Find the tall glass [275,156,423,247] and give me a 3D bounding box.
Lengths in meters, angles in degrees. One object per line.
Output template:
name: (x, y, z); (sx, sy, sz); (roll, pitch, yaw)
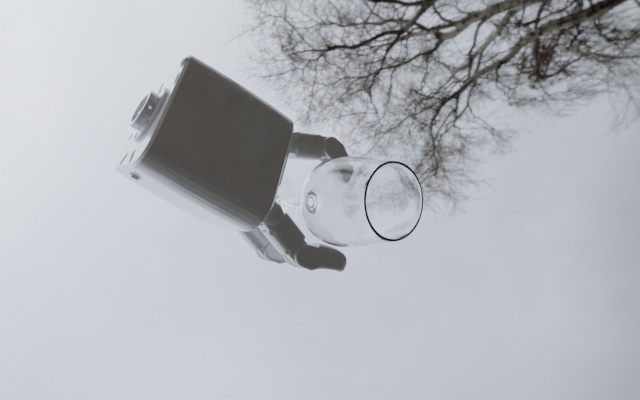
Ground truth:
tall glass: (0.000, 0.001, 0.444); (0.079, 0.079, 0.201); (0, 0, -35)
